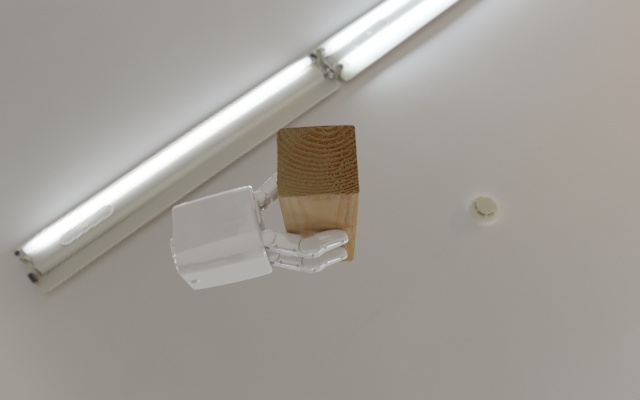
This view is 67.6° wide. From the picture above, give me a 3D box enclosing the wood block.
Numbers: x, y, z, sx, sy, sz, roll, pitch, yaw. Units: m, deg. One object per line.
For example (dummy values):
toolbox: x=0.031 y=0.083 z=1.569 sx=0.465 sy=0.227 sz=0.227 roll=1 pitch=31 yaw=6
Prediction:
wood block: x=0.000 y=0.002 z=0.611 sx=0.090 sy=0.090 sz=0.206 roll=-3 pitch=-27 yaw=0
